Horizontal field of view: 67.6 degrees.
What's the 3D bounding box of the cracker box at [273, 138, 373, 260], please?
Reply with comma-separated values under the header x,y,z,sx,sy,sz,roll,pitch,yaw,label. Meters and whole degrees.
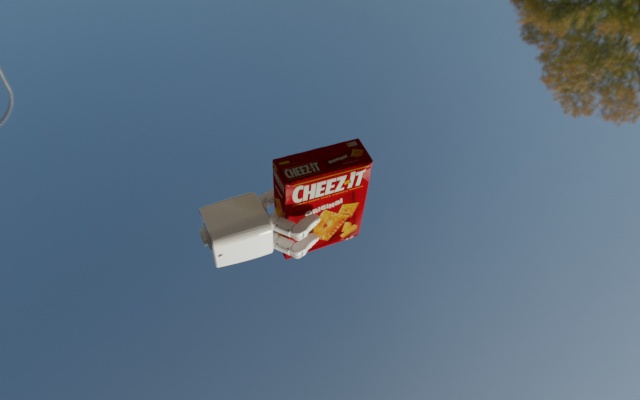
x,y,z,sx,sy,sz,roll,pitch,yaw,label
0.000,0.003,0.881,0.164,0.072,0.214,-16,-38,-18,cracker box
